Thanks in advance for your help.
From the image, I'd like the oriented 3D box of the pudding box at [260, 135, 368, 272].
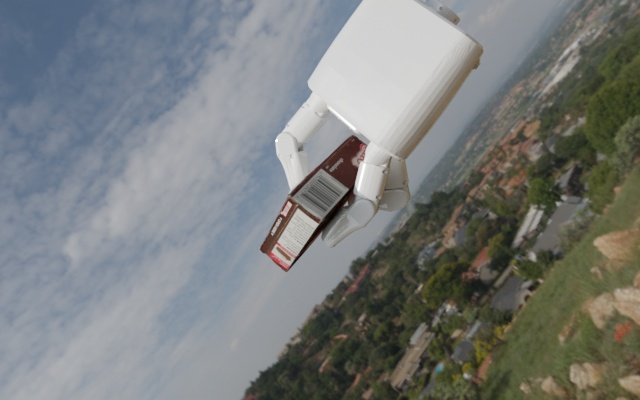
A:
[{"bbox_3d":[0.000,0.001,0.443,0.113,0.039,0.090,-44,-9,-42],"label":"pudding box"}]
